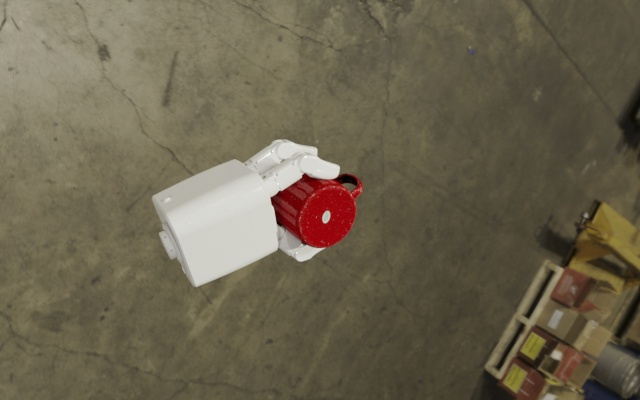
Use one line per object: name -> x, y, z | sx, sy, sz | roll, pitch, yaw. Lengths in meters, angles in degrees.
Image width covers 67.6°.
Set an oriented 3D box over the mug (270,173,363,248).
mug -> 0.001, 0.001, 0.587 | 0.117, 0.093, 0.081 | -27, 31, -20
